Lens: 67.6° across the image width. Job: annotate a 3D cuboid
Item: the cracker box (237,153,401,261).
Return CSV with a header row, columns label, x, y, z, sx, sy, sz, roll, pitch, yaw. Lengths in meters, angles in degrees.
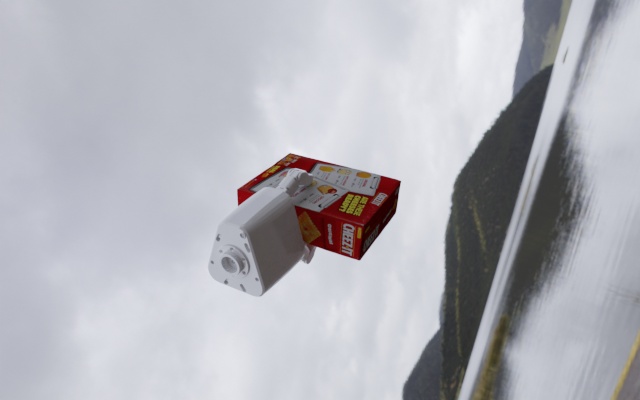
label,x,y,z,sx,sy,sz,roll,pitch,yaw
cracker box,0.000,0.002,0.769,0.213,0.072,0.164,16,32,22
